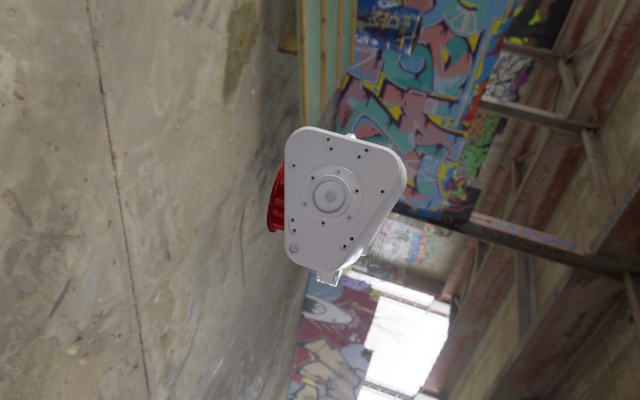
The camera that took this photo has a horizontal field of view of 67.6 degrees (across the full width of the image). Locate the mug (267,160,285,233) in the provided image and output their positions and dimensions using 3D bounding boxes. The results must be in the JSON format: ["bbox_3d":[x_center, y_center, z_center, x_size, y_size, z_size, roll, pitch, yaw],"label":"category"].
[{"bbox_3d":[0.001,0.002,0.523,0.081,0.093,0.117,17,2,10],"label":"mug"}]
